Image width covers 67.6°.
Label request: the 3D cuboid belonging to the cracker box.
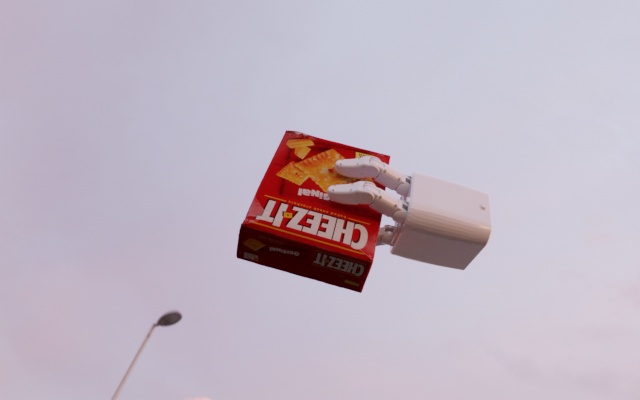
[{"bbox_3d":[0.000,0.002,0.646,0.164,0.072,0.213,15,42,2],"label":"cracker box"}]
